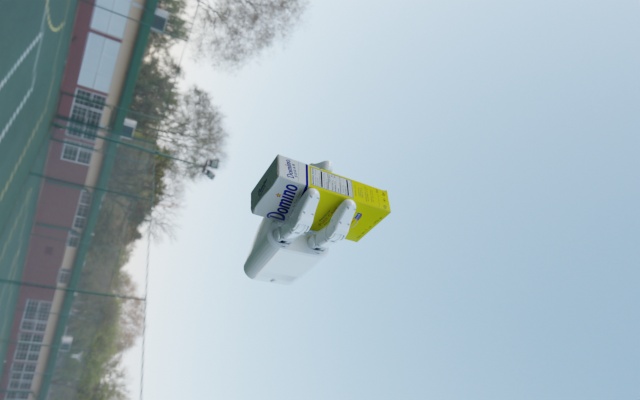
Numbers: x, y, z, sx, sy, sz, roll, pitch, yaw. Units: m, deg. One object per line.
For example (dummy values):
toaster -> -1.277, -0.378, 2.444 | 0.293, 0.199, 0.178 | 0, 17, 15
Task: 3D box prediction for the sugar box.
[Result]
sugar box -> 0.000, 0.003, 0.668 | 0.176, 0.048, 0.093 | 14, -40, -26
